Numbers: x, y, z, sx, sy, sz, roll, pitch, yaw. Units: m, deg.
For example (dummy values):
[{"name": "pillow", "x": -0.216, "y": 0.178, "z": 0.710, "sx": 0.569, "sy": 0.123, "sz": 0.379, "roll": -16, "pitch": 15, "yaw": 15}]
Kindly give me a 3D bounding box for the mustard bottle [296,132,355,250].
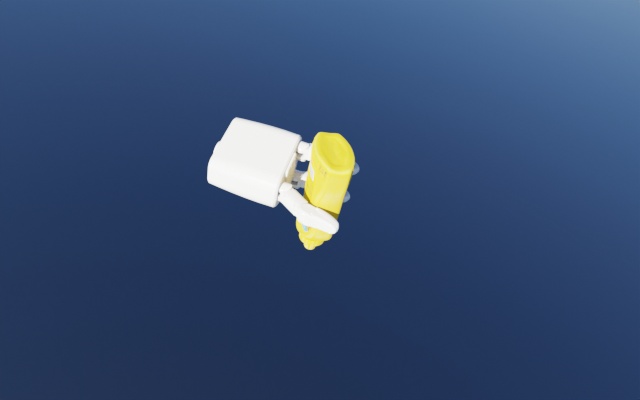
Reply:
[{"name": "mustard bottle", "x": 0.000, "y": 0.002, "z": 0.705, "sx": 0.058, "sy": 0.192, "sz": 0.096, "roll": 2, "pitch": 42, "yaw": -15}]
